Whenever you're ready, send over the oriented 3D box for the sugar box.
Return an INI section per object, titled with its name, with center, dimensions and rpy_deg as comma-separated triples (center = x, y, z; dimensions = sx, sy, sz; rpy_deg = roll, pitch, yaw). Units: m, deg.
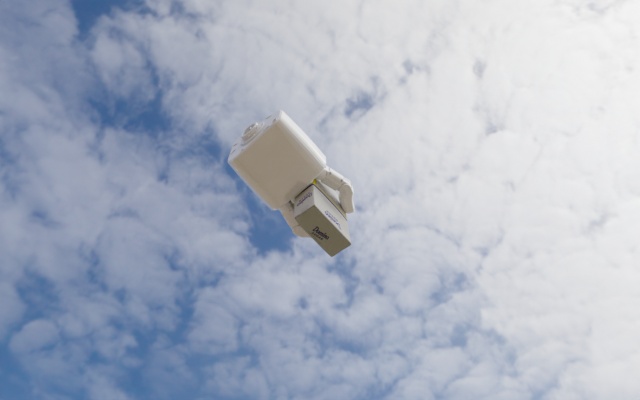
[sugar box]
center = 0.000, 0.003, 0.771
dimensions = 0.048, 0.093, 0.176
rpy_deg = -34, 26, 19
